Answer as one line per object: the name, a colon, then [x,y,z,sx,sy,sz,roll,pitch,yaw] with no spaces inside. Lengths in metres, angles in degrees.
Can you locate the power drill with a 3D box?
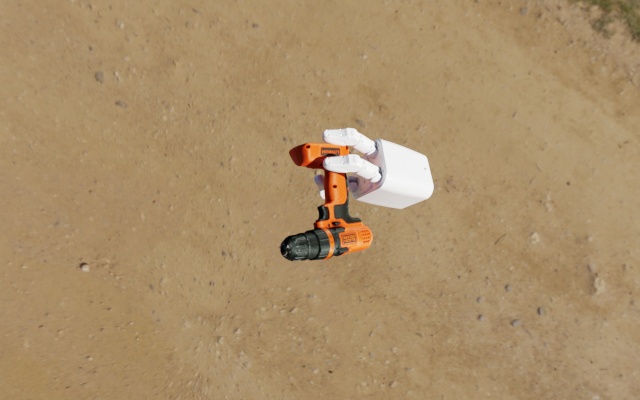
power drill: [0.000,0.002,0.783,0.184,0.187,0.057,-4,-6,-43]
